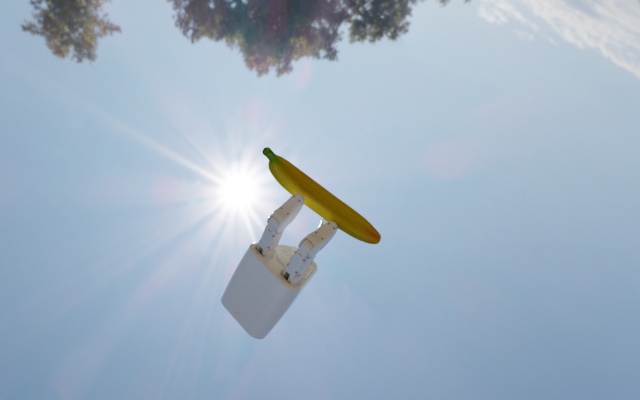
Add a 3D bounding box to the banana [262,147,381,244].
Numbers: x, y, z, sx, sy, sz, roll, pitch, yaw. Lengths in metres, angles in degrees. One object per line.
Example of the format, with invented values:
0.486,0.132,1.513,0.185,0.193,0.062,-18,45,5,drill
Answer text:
-0.002,-0.001,0.663,0.198,0.037,0.069,37,3,-1,banana
